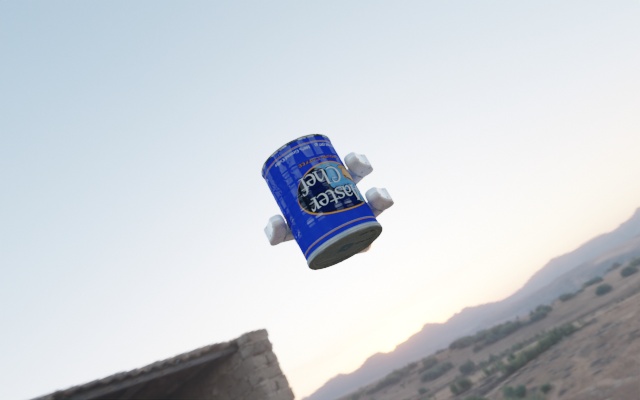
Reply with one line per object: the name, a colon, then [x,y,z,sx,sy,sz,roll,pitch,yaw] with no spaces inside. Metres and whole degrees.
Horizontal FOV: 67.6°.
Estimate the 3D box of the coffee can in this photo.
coffee can: [0.000,0.002,0.603,0.103,0.140,0.103,-25,-21,-10]
